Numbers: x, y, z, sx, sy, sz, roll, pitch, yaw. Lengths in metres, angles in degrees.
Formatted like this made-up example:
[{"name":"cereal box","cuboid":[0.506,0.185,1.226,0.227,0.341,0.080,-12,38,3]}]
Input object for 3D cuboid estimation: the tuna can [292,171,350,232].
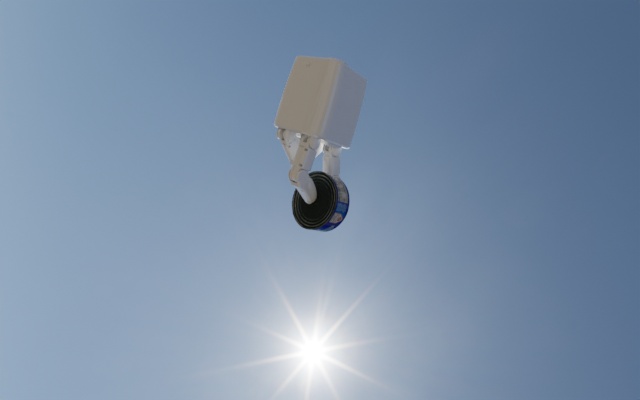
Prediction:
[{"name":"tuna can","cuboid":[0.000,0.002,0.696,0.086,0.086,0.034,0,-10,42]}]
